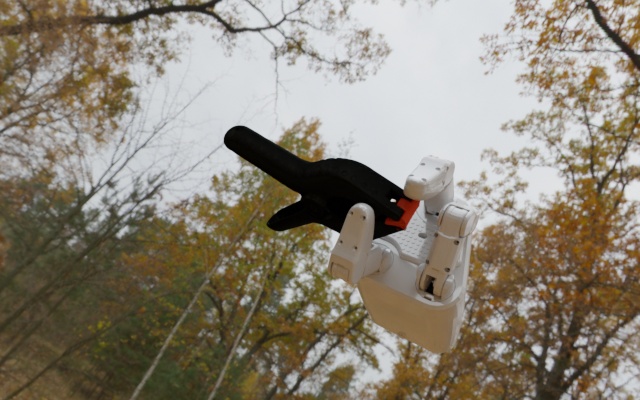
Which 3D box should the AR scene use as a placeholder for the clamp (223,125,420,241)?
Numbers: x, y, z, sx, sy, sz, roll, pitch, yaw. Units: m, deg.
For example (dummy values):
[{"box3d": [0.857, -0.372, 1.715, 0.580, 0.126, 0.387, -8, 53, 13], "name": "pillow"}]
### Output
[{"box3d": [0.000, 0.001, 0.408, 0.171, 0.039, 0.120, 21, -29, 28], "name": "clamp"}]
